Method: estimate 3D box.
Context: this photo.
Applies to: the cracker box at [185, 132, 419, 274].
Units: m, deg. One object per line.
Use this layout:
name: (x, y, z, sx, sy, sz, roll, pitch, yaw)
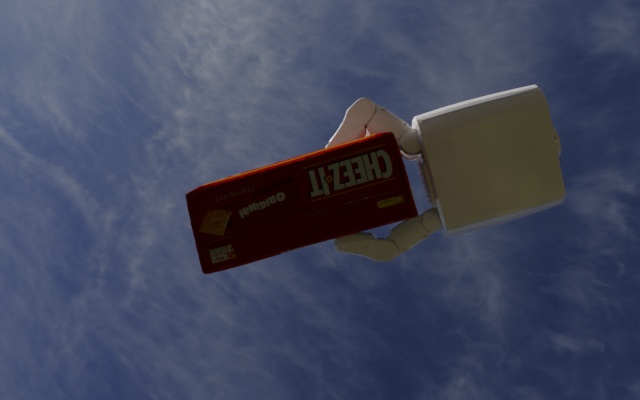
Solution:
cracker box: (0.000, 0.002, 0.442, 0.164, 0.072, 0.213, -16, -3, 10)
